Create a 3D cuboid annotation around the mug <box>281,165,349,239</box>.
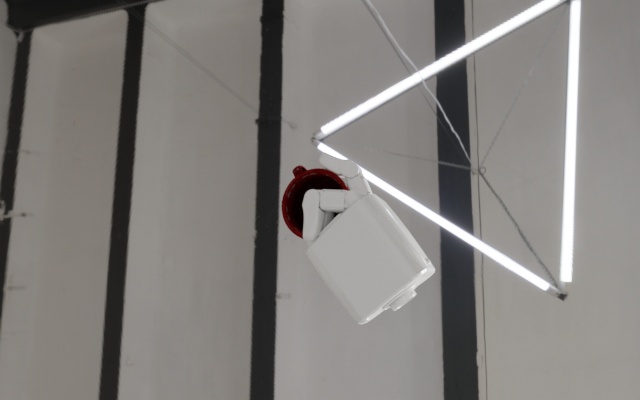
[{"bbox_3d":[-0.001,0.001,0.645,0.093,0.117,0.081,-39,-21,10],"label":"mug"}]
